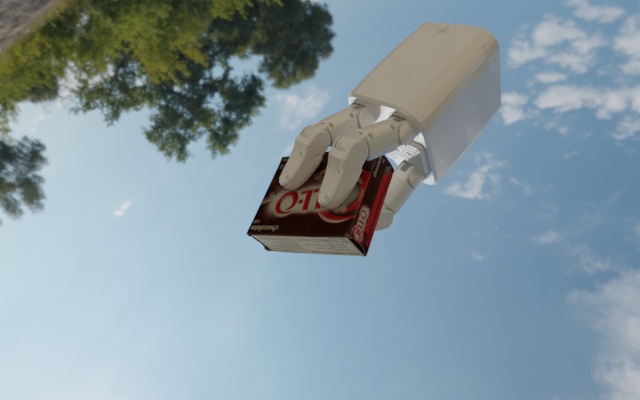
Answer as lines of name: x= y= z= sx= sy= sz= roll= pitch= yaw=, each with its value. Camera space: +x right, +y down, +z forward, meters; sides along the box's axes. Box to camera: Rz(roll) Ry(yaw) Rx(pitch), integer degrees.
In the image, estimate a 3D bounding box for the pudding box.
pudding box: x=0.000 y=0.001 z=0.423 sx=0.113 sy=0.090 sz=0.039 roll=-4 pitch=-38 yaw=39
